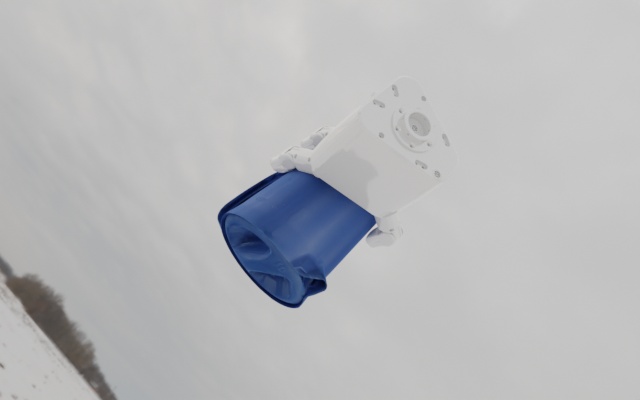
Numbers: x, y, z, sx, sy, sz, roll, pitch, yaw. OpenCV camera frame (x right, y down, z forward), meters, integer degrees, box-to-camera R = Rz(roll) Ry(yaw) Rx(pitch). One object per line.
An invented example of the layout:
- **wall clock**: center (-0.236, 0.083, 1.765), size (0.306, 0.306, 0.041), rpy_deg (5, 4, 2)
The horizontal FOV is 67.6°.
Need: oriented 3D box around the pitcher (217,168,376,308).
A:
- **pitcher**: center (0.000, 0.002, 0.595), size (0.242, 0.149, 0.145), rpy_deg (-40, 1, -30)
